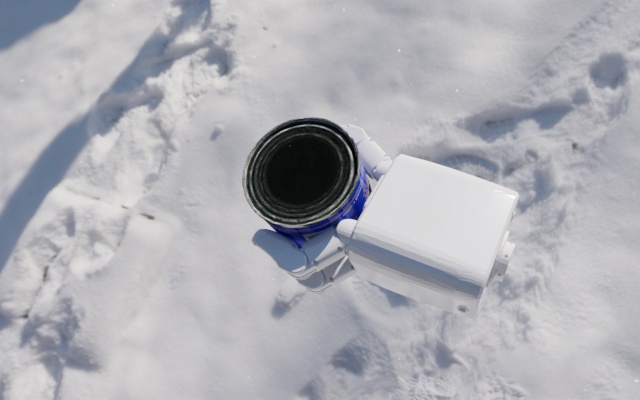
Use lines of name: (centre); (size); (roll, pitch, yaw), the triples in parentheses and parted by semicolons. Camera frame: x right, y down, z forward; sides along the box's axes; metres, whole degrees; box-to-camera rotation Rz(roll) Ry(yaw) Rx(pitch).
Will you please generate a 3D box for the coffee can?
coffee can: (0.000, 0.001, 0.456); (0.103, 0.102, 0.140); (0, -23, 16)
